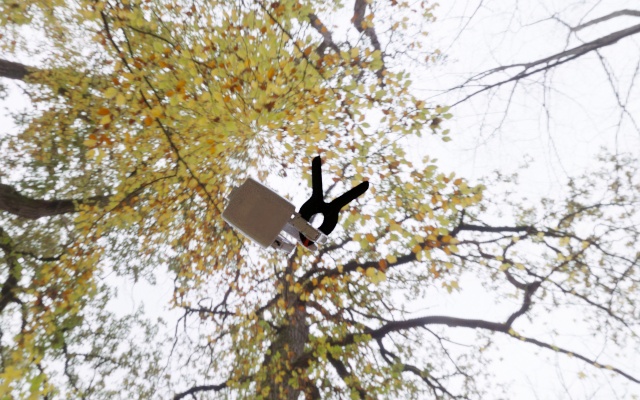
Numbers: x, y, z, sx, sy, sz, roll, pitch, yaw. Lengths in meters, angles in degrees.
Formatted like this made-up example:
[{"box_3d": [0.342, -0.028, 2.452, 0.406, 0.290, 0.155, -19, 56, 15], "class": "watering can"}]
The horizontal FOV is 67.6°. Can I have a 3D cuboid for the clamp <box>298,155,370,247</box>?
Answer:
[{"box_3d": [0.000, 0.003, 0.899, 0.120, 0.171, 0.039, 36, 2, -9], "class": "clamp"}]
